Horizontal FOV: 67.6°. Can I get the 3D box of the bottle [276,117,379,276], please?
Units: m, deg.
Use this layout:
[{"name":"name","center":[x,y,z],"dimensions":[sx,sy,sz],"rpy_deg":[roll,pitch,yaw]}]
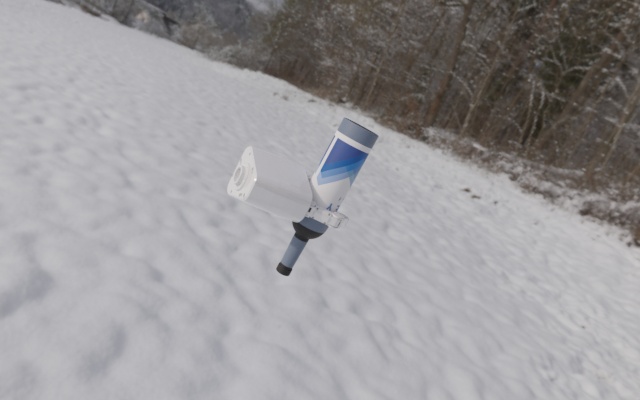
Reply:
[{"name":"bottle","center":[0.000,0.003,0.829],"dimensions":[0.069,0.296,0.069],"rpy_deg":[27,12,-6]}]
